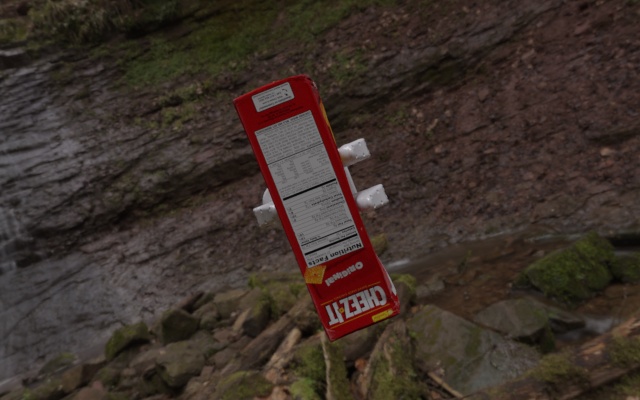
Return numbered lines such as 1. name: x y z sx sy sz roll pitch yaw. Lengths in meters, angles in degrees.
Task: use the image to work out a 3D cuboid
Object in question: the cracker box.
1. cracker box: 0.000 0.001 0.460 0.072 0.214 0.164 -22 3 2
